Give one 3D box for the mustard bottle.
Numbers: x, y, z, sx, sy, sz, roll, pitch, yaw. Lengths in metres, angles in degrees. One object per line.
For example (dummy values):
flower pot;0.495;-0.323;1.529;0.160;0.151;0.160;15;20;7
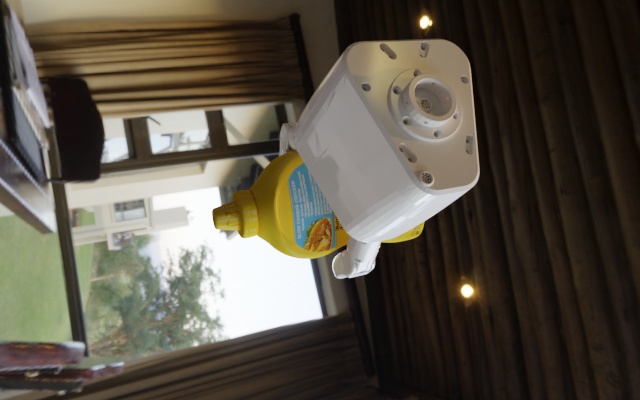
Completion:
mustard bottle;0.000;0.001;0.429;0.191;0.096;0.058;-9;10;-21
